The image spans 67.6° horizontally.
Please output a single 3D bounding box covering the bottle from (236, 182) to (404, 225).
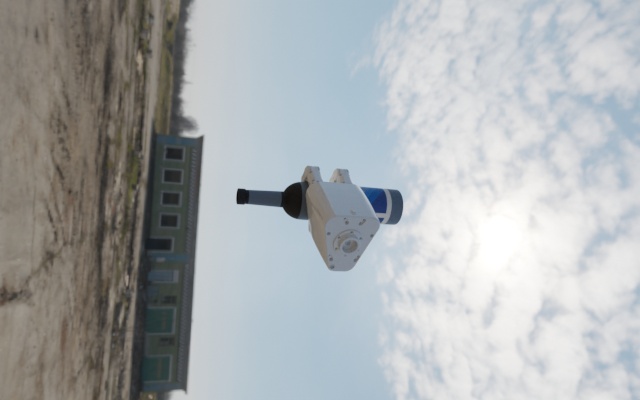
[{"bbox_3d":[0.000,0.003,0.845,0.296,0.069,0.069,4,-1,-18],"label":"bottle"}]
